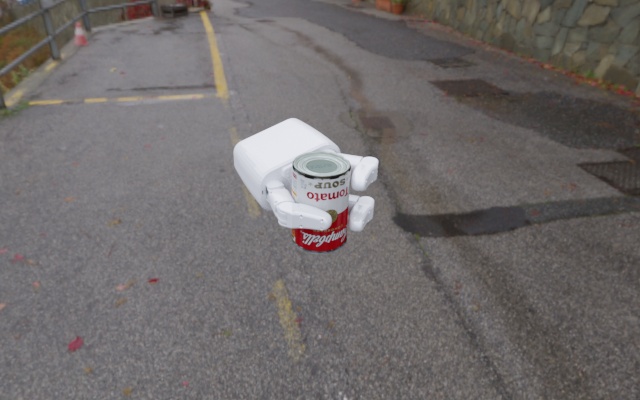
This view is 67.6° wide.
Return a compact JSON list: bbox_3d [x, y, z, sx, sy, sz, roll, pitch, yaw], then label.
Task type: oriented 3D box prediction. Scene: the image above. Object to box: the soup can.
[{"bbox_3d":[0.000,0.002,0.557,0.068,0.102,0.068,2,30,-1],"label":"soup can"}]
